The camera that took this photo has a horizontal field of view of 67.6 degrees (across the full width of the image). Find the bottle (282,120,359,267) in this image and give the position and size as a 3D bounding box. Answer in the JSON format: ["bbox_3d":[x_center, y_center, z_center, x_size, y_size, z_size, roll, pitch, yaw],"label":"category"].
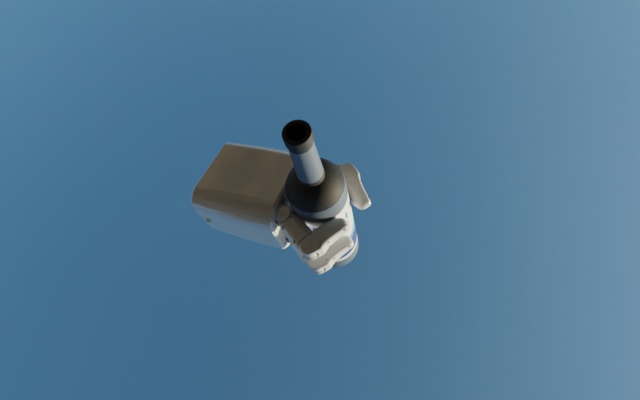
[{"bbox_3d":[0.000,0.002,0.552,0.069,0.069,0.296,0,-25,9],"label":"bottle"}]
